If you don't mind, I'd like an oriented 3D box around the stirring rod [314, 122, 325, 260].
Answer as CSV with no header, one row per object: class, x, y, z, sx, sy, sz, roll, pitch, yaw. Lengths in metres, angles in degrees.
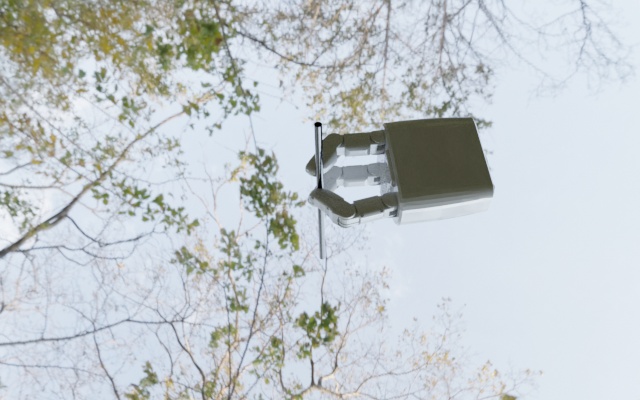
stirring rod,0.000,0.002,0.552,0.011,0.011,0.240,0,-38,1
